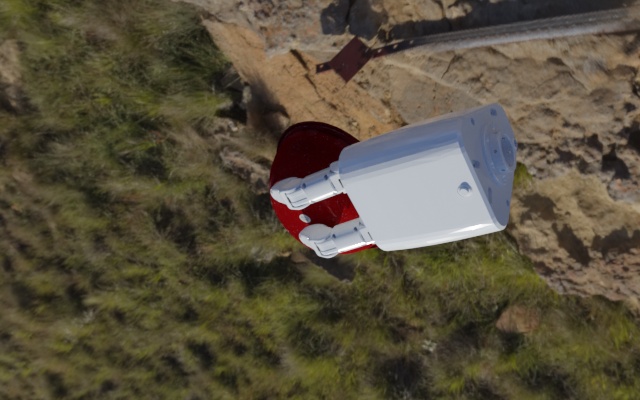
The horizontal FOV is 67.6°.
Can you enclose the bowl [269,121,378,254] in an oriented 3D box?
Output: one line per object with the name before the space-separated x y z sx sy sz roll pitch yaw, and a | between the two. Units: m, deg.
bowl | -0.001 0.002 0.495 0.162 0.162 0.055 0 35 47
